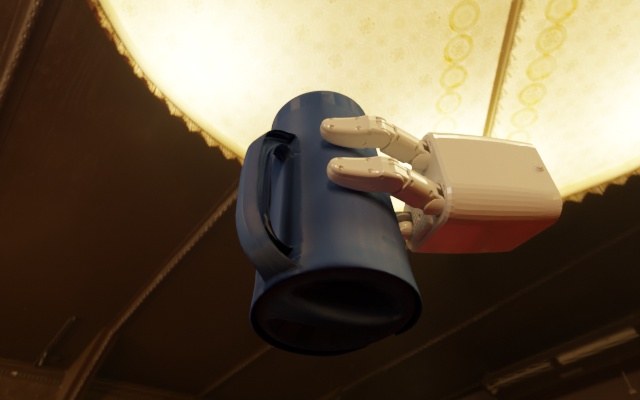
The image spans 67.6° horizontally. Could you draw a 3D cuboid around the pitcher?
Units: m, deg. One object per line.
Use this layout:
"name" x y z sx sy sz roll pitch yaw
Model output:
"pitcher" 0.000 0.001 0.438 0.145 0.242 0.149 2 -43 -8
